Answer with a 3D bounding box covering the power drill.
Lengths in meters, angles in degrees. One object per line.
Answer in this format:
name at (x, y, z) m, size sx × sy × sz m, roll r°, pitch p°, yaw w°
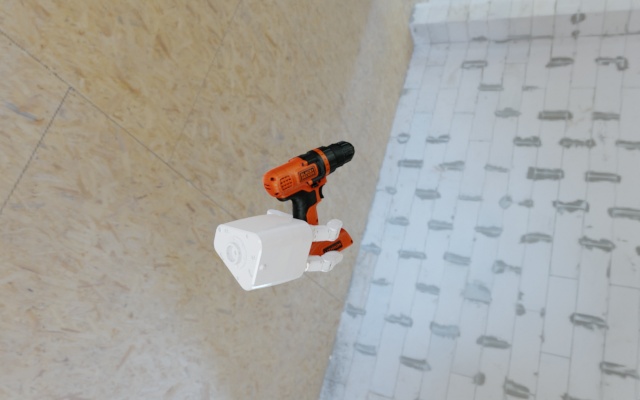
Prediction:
power drill at (0.000, 0.003, 0.838) m, size 0.184 × 0.188 × 0.057 m, roll -26°, pitch 22°, yaw -28°
